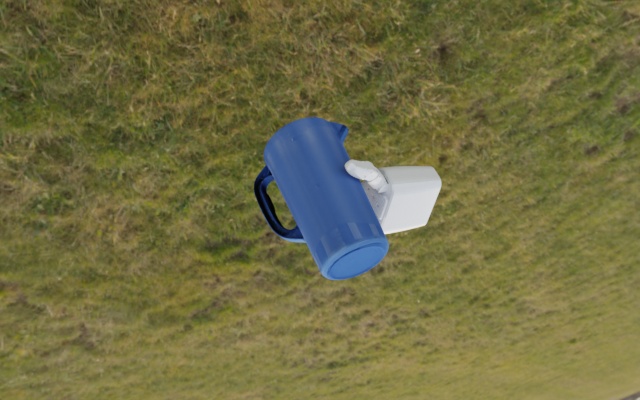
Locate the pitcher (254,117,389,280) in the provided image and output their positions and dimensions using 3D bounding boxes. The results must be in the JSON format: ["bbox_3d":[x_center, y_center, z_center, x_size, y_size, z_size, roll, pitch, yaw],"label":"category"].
[{"bbox_3d":[0.000,0.002,0.750,0.145,0.242,0.149,-5,-37,-29],"label":"pitcher"}]
